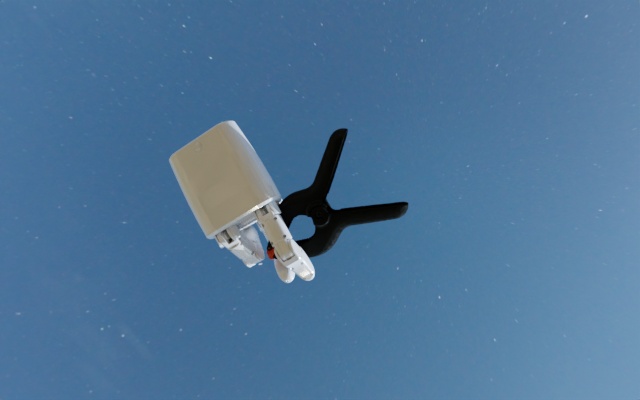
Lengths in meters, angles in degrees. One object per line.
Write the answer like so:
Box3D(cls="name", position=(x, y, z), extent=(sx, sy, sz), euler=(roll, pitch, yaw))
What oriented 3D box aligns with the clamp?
Box3D(cls="clamp", position=(0.000, 0.002, 0.551), extent=(0.171, 0.120, 0.039), euler=(-31, -5, 11))
